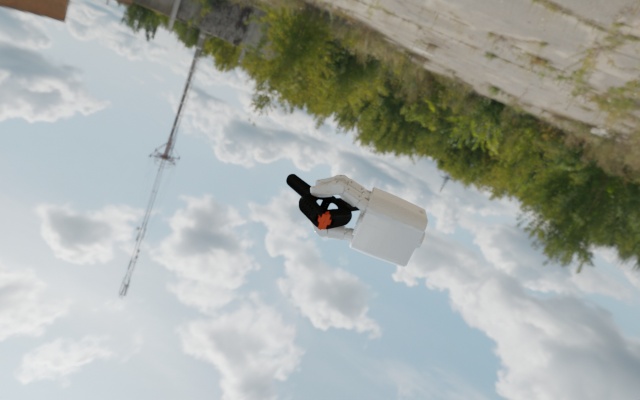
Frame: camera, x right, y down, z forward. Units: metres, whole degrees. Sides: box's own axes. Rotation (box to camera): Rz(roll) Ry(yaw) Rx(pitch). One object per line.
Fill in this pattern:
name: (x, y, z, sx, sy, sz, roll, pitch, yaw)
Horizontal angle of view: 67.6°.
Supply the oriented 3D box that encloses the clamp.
clamp: (0.000, 0.004, 0.851, 0.164, 0.036, 0.210, 20, 16, 4)
